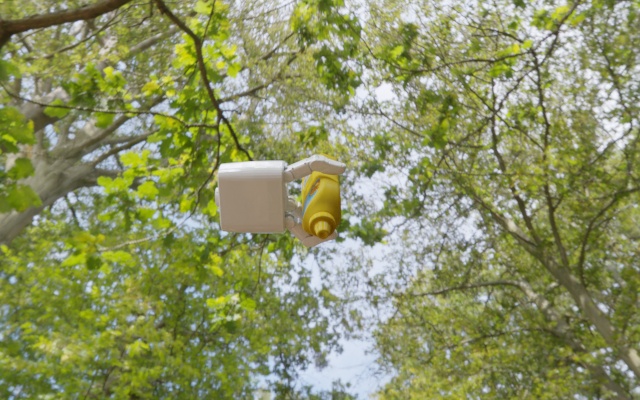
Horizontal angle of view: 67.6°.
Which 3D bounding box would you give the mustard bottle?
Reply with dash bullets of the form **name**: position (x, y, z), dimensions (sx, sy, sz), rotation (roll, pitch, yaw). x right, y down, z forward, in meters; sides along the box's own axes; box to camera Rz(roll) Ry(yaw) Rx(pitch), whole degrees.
- **mustard bottle**: position (0.000, 0.003, 0.787), dimensions (0.058, 0.096, 0.191), rotation (20, 27, -12)
